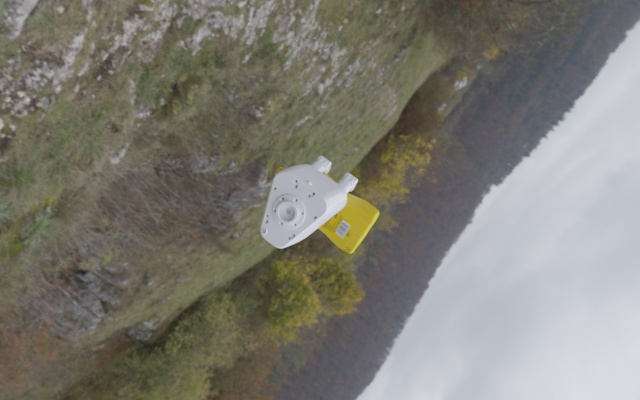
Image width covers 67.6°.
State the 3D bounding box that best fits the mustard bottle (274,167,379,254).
[{"bbox_3d":[0.000,0.003,0.826,0.191,0.096,0.058,35,39,8],"label":"mustard bottle"}]
